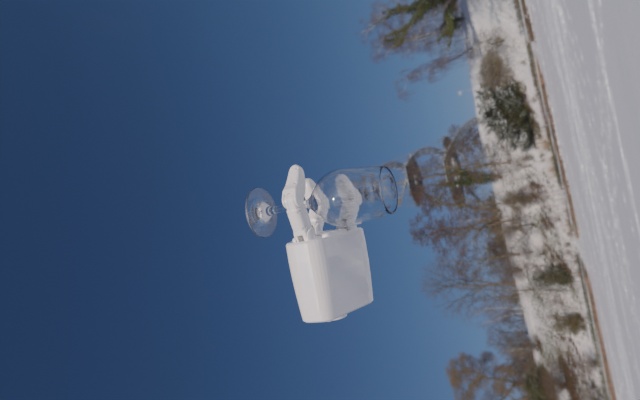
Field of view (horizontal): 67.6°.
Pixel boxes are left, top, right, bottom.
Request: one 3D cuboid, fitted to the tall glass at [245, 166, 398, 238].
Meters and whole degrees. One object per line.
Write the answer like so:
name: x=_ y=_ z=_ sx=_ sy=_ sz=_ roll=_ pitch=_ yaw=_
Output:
tall glass: x=-0.001 y=0.002 z=0.648 sx=0.201 sy=0.079 sz=0.079 roll=-11 pitch=-5 yaw=28
